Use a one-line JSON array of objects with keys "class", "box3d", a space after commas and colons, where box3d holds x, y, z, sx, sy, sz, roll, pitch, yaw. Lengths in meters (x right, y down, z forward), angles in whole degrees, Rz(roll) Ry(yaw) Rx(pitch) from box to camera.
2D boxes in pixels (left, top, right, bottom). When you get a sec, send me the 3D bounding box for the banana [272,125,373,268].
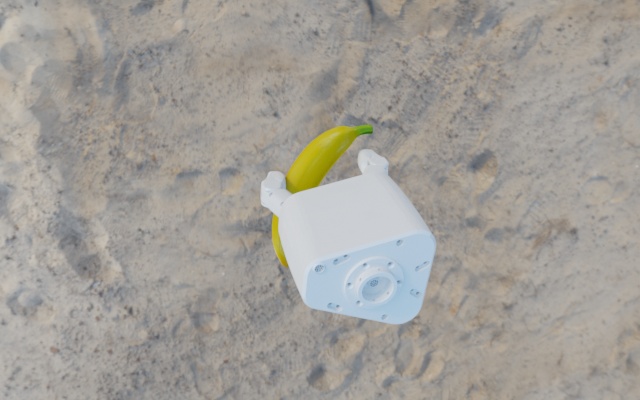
[{"class": "banana", "box3d": [-0.013, -0.007, 0.539, 0.070, 0.198, 0.037, 23, 18, -28]}]
